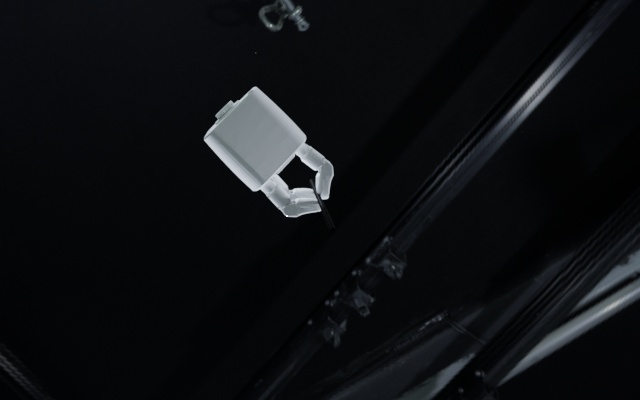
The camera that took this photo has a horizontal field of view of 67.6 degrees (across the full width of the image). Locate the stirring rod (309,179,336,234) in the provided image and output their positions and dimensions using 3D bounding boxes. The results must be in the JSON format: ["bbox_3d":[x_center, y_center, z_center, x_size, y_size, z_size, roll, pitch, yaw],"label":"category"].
[{"bbox_3d":[0.000,0.002,0.707,0.011,0.011,0.239,0,17,-8],"label":"stirring rod"}]
